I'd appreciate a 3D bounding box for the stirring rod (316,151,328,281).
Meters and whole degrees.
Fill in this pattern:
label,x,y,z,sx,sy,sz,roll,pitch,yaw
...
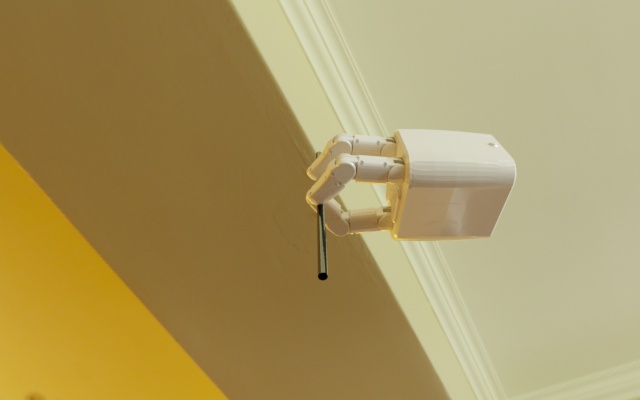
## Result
label,x,y,z,sx,sy,sz,roll,pitch,yaw
stirring rod,0.000,0.002,0.480,0.011,0.011,0.239,0,29,-1
